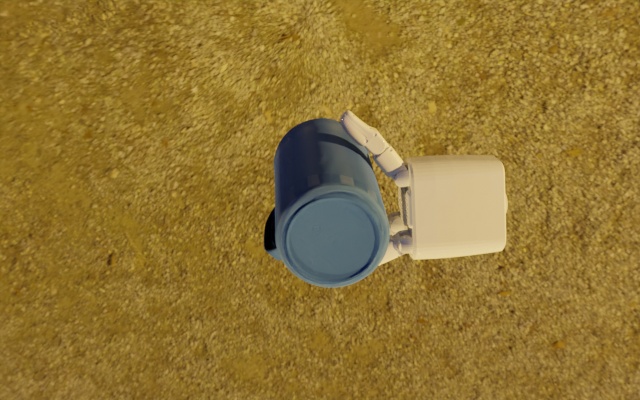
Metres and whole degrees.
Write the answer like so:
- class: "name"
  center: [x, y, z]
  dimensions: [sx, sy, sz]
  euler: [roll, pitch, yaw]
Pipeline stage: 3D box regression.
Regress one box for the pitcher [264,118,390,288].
- class: "pitcher"
  center: [0.000, 0.002, 0.552]
  dimensions: [0.145, 0.149, 0.242]
  euler: [-1, 21, -2]
